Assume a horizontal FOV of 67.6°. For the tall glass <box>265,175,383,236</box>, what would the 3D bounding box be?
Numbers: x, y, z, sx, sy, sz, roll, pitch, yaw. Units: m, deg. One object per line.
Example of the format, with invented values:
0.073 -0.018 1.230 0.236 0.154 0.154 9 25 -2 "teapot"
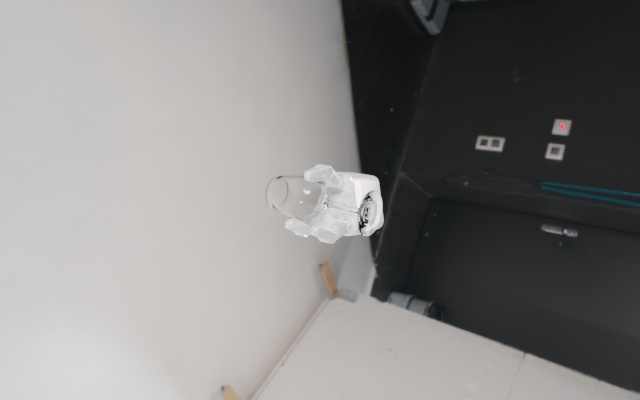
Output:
0.001 0.003 0.810 0.201 0.079 0.079 13 7 35 "tall glass"
